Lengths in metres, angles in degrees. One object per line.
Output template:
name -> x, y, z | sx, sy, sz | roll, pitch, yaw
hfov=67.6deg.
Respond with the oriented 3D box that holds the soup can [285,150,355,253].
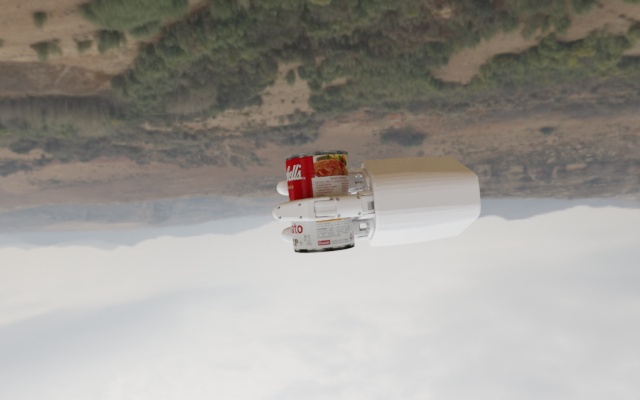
soup can -> 0.000, 0.002, 0.511 | 0.068, 0.102, 0.068 | -5, 0, 0
